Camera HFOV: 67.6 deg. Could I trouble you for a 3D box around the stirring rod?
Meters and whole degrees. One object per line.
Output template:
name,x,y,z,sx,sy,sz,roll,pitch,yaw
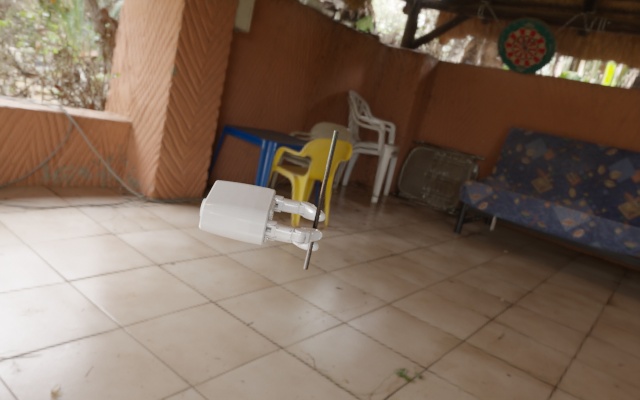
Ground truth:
stirring rod,0.000,0.003,0.795,0.011,0.239,0.011,12,12,-3
